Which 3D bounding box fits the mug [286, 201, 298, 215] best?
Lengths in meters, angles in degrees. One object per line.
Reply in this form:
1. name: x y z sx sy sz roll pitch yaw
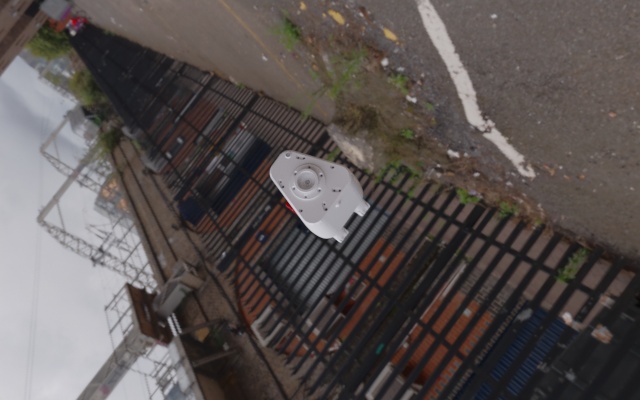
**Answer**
1. mug: 0.000 0.003 0.796 0.093 0.081 0.117 37 -3 18
